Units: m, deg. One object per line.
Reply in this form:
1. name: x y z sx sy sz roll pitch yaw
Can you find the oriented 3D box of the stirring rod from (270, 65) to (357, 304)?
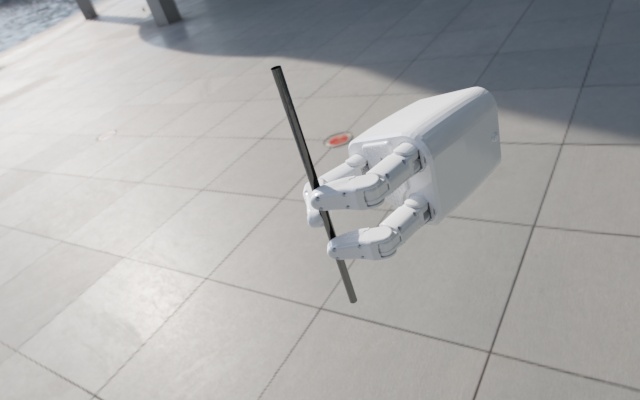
1. stirring rod: 0.000 0.001 0.408 0.011 0.240 0.011 -13 32 8
